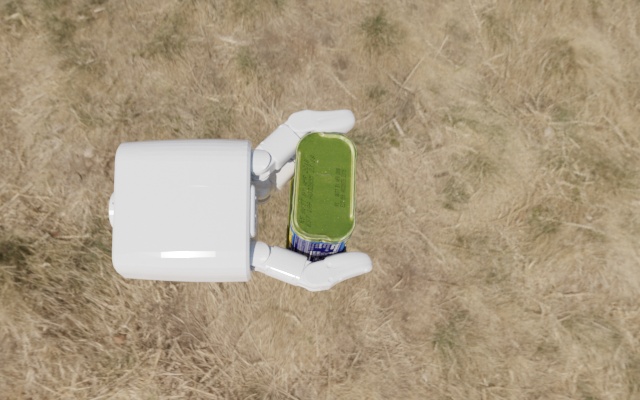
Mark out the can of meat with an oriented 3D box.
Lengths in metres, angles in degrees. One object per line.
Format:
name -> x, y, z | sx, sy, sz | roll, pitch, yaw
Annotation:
can of meat -> 0.000, 0.001, 0.421 | 0.057, 0.102, 0.084 | 4, -22, -3
